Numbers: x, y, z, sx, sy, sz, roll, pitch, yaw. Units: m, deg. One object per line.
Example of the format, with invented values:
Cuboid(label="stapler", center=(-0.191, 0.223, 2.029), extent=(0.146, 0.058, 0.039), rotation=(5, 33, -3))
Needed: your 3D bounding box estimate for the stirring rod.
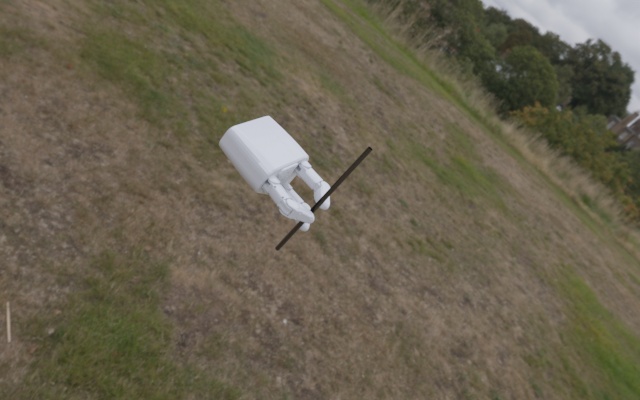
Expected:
Cuboid(label="stirring rod", center=(0.000, 0.003, 0.758), extent=(0.240, 0.011, 0.011), rotation=(-47, -25, 25))
